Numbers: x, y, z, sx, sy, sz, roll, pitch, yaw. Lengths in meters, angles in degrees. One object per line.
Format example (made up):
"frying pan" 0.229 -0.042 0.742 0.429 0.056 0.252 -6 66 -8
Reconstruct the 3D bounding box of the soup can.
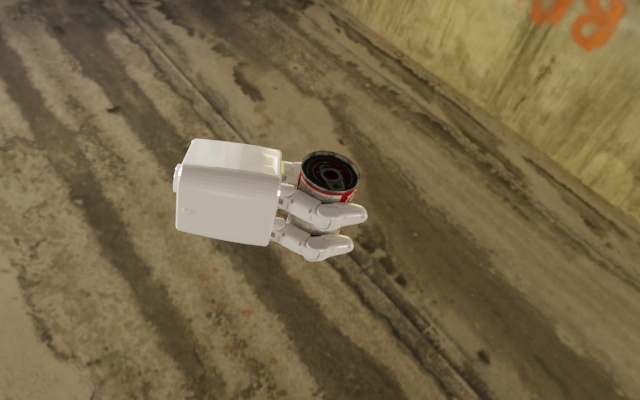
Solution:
"soup can" 0.001 0.002 0.563 0.068 0.068 0.102 0 -44 -19
